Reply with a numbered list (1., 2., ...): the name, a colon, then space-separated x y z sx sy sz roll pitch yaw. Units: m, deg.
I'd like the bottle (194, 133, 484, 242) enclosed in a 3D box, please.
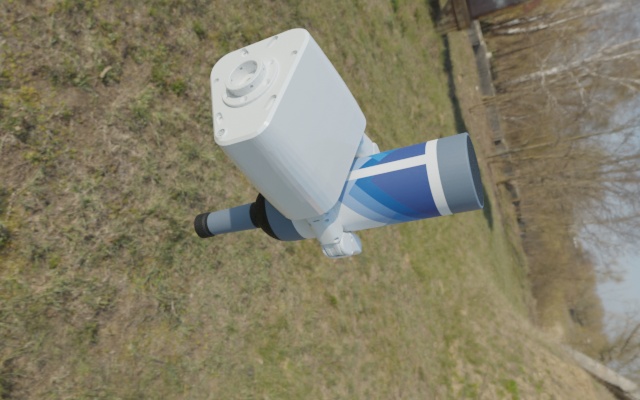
1. bottle: 0.000 0.002 0.466 0.296 0.069 0.069 -12 -5 25
